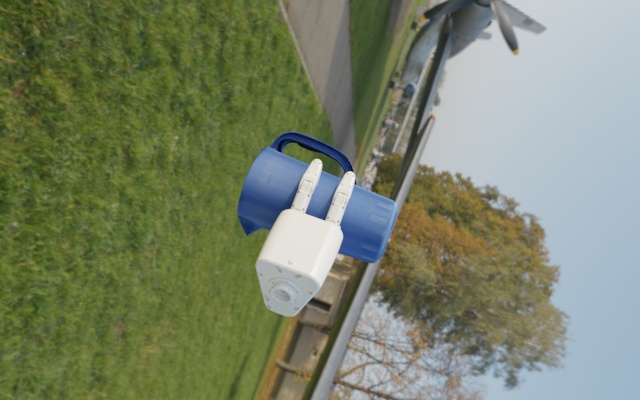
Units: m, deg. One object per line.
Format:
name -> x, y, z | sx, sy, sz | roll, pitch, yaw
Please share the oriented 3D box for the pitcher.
pitcher -> 0.000, 0.003, 0.783 | 0.243, 0.149, 0.145 | 20, 41, 5
